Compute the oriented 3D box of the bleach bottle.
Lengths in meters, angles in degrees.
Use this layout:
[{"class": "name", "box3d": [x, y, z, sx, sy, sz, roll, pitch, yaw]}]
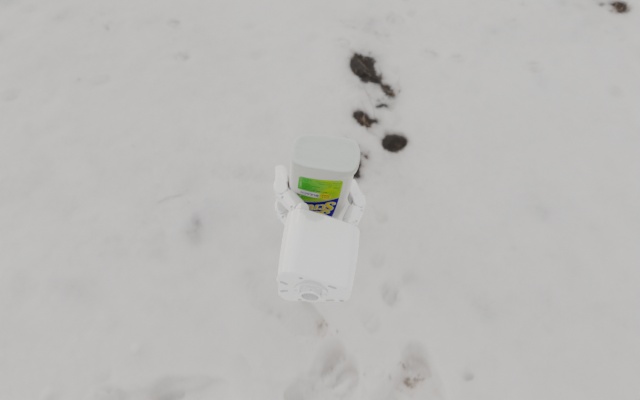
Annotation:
[{"class": "bleach bottle", "box3d": [0.000, 0.002, 0.778, 0.102, 0.068, 0.251, 8, -36, 2]}]
